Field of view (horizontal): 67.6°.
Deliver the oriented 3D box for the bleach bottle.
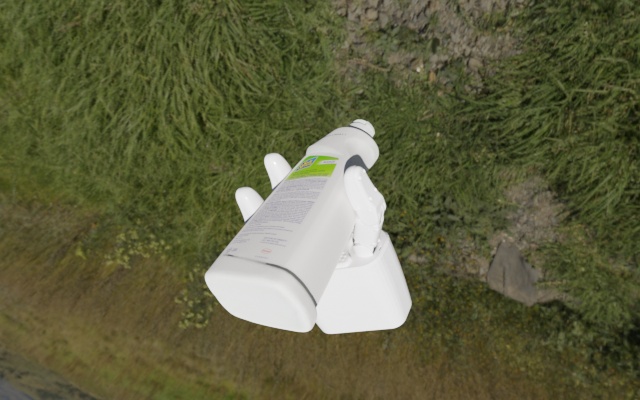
[{"bbox_3d":[0.000,0.002,0.462,0.102,0.068,0.250,1,42,35],"label":"bleach bottle"}]
